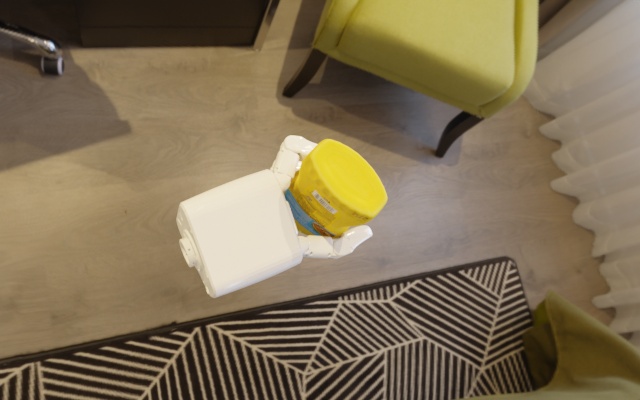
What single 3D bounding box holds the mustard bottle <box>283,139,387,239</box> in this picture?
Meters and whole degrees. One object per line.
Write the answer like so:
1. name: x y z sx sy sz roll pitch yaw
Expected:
1. mustard bottle: 0.000 0.002 0.574 0.058 0.096 0.192 -48 3 -25
